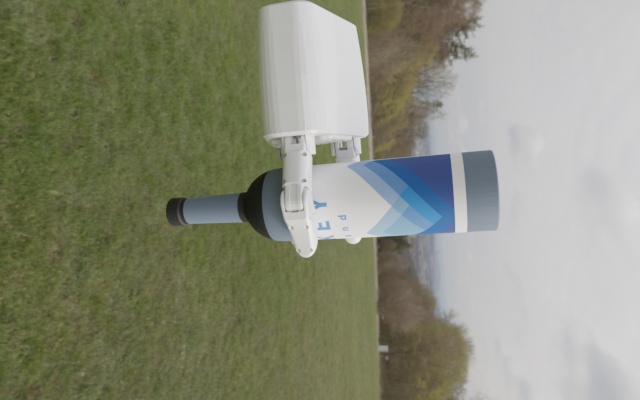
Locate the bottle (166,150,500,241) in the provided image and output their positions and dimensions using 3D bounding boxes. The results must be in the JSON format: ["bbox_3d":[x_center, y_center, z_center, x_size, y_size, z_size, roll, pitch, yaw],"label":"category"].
[{"bbox_3d":[0.000,0.001,0.427,0.296,0.069,0.069,-4,-1,14],"label":"bottle"}]
